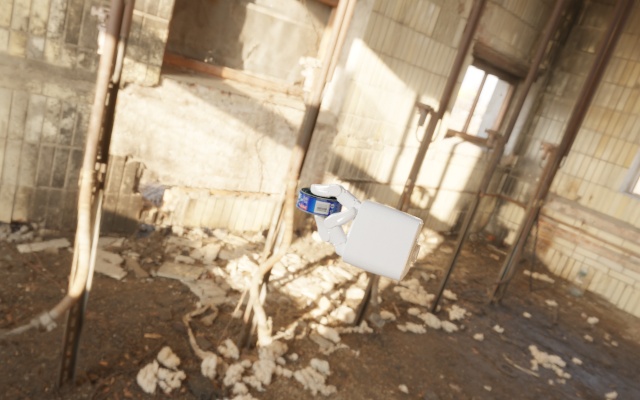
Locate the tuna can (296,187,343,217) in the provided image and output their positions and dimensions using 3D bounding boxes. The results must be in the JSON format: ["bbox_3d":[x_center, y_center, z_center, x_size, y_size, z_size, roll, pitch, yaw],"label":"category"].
[{"bbox_3d":[0.000,0.002,0.884,0.086,0.034,0.086,11,13,-3],"label":"tuna can"}]
